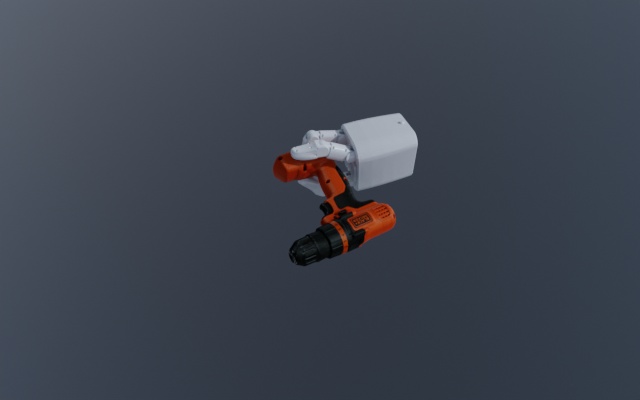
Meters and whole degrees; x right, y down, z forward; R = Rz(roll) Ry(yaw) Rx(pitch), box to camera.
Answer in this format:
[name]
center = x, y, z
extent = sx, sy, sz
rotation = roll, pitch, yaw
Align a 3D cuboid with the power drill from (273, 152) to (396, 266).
[power drill]
center = 0.000, 0.002, 0.752
extent = 0.184, 0.187, 0.057
rotation = -20, -27, -27
